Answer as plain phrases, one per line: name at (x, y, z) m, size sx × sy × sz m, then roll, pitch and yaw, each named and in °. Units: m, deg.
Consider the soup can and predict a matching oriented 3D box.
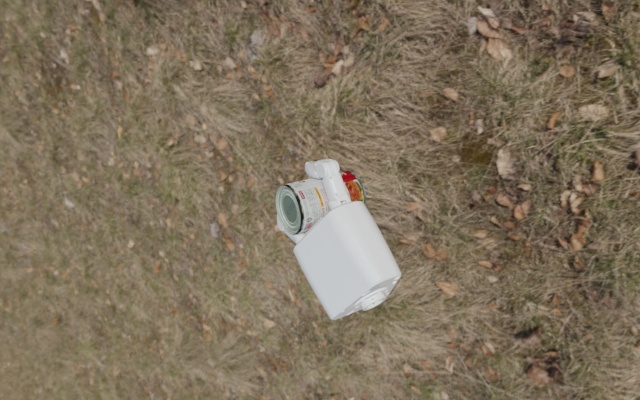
soup can at (0.000, 0.002, 0.635) m, size 0.102 × 0.068 × 0.068 m, roll -14°, pitch 7°, yaw -31°
